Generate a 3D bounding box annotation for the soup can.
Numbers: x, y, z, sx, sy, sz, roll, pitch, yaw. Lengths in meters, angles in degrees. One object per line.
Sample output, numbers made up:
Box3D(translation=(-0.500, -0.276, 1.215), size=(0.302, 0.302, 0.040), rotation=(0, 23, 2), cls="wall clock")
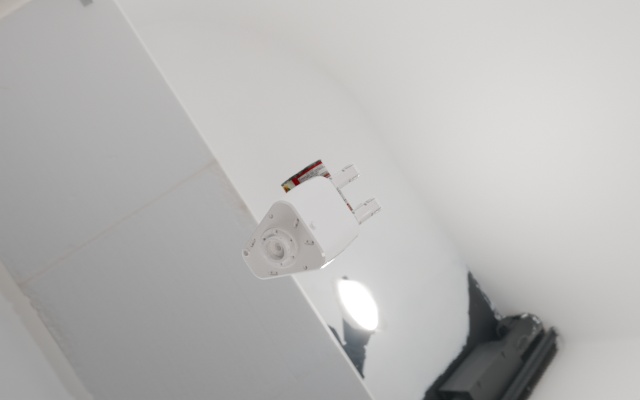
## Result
Box3D(translation=(0.000, 0.002, 0.674), size=(0.068, 0.102, 0.068), rotation=(-34, 0, 0), cls="soup can")
